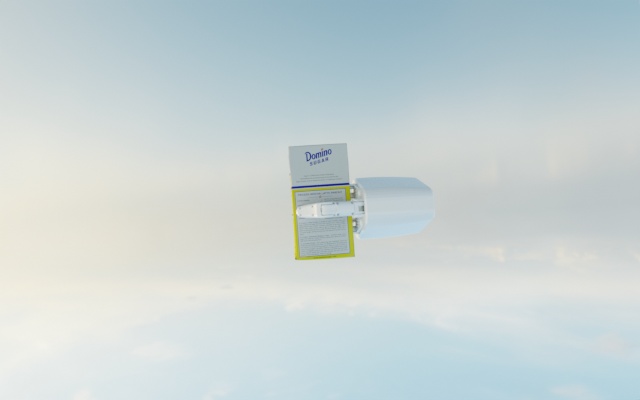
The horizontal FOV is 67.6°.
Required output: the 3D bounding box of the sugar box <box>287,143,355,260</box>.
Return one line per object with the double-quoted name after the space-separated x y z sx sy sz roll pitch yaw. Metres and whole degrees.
0.000 0.003 0.743 0.093 0.176 0.048 -3 -3 -5 "sugar box"
